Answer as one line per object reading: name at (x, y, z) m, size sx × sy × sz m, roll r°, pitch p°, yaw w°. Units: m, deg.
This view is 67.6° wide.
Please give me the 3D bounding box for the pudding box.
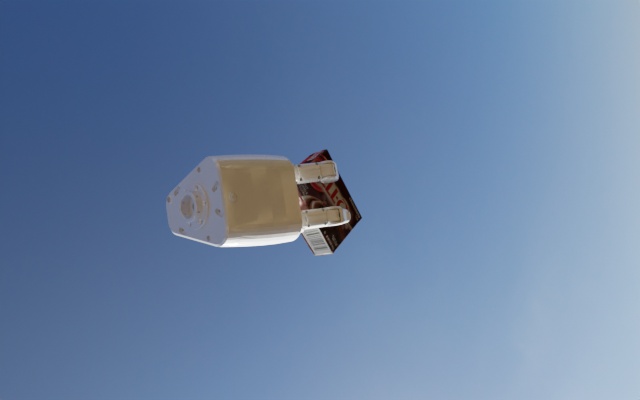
pudding box at (0.000, 0.002, 0.627) m, size 0.039 × 0.113 × 0.090 m, roll -12°, pitch 22°, yaw 39°
